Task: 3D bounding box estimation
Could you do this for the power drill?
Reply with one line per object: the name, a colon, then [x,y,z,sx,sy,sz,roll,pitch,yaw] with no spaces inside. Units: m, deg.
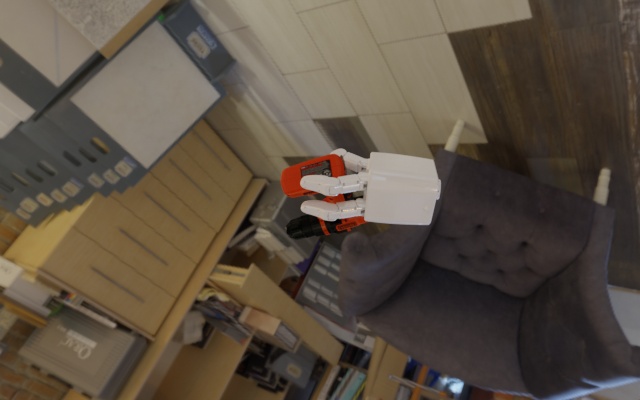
power drill: [0.000,0.002,0.831,0.184,0.057,0.188,-18,-31,11]
